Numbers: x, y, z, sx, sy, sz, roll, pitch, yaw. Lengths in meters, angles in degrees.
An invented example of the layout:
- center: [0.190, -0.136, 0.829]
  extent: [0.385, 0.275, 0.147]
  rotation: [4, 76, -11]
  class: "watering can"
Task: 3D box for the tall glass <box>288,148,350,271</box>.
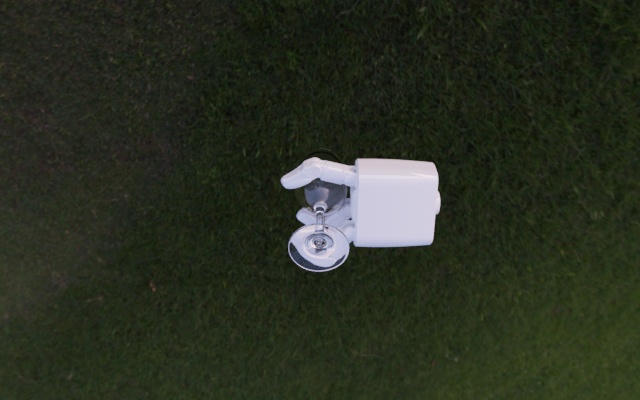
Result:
- center: [0.000, 0.002, 0.656]
  extent: [0.079, 0.079, 0.201]
  rotation: [0, 34, 1]
  class: "tall glass"
